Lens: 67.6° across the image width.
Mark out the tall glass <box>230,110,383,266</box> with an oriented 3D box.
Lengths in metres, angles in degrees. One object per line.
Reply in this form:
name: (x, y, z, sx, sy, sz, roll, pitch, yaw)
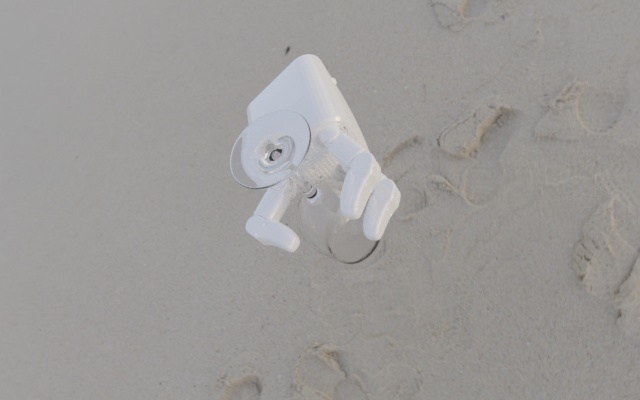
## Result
tall glass: (0.000, 0.001, 0.460, 0.079, 0.079, 0.201, 0, -26, 28)
